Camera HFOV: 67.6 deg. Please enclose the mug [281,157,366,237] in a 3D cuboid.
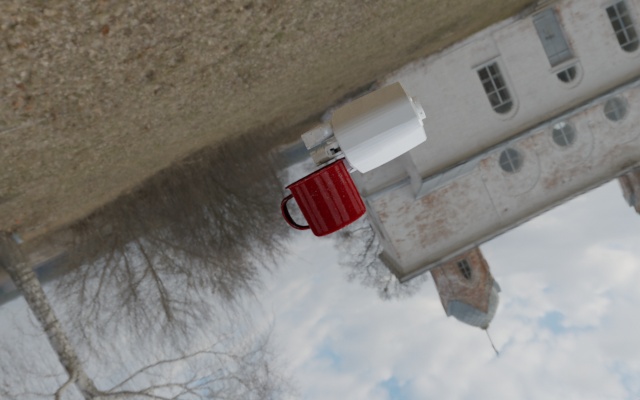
[{"bbox_3d":[-0.001,0.003,0.658,0.117,0.081,0.093,-26,5,16],"label":"mug"}]
